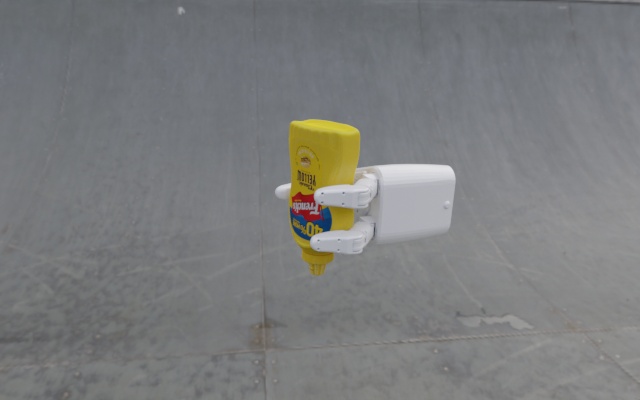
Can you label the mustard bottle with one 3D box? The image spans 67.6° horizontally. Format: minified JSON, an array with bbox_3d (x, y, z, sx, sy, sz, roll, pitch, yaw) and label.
[{"bbox_3d":[0.000,0.002,0.585,0.058,0.192,0.096,-14,24,-41],"label":"mustard bottle"}]
